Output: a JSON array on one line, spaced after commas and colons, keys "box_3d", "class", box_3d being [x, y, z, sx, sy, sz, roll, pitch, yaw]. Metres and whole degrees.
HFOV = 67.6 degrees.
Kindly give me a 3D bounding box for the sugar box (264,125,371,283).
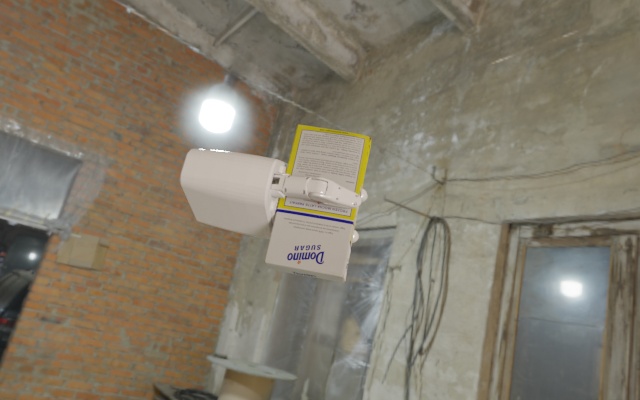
[{"box_3d": [0.000, 0.002, 0.568, 0.093, 0.176, 0.048, 10, -16, 9], "class": "sugar box"}]
